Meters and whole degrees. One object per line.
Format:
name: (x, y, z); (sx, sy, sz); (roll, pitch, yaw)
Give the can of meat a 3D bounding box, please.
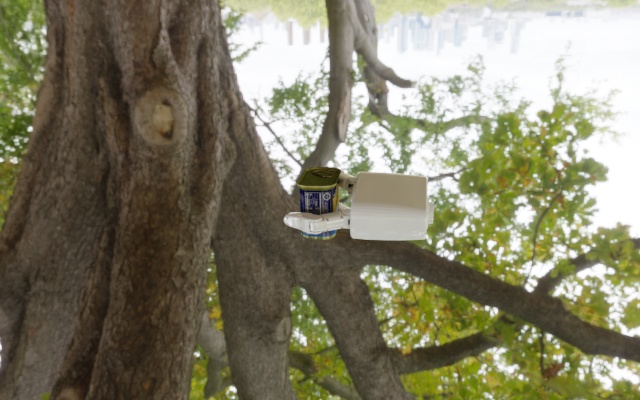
can of meat: (0.000, 0.003, 0.724); (0.057, 0.084, 0.102); (1, 20, 8)
